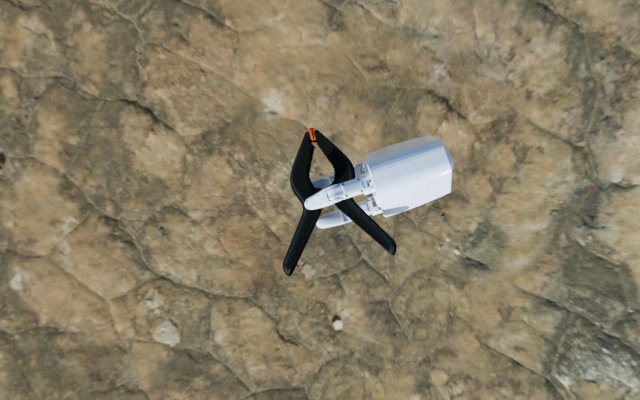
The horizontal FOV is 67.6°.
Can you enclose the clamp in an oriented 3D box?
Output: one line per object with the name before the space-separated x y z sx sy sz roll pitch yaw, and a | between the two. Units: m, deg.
clamp | 0.000 0.002 0.687 0.164 0.210 0.036 -19 -6 6
